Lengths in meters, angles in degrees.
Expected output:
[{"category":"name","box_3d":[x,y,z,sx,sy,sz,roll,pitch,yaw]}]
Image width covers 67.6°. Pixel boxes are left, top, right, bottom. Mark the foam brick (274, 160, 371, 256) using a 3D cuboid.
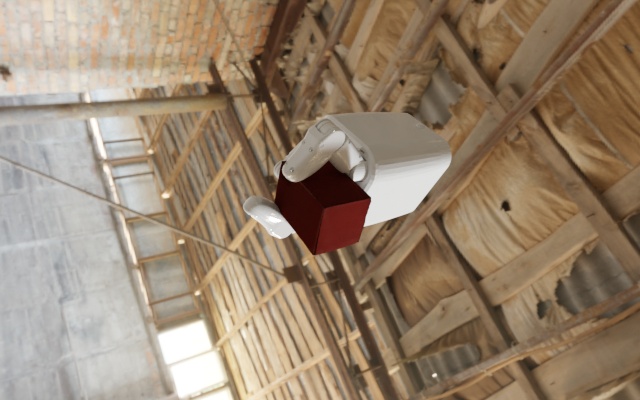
[{"category":"foam brick","box_3d":[0.000,0.002,0.431,0.051,0.053,0.078,-10,40,-31]}]
